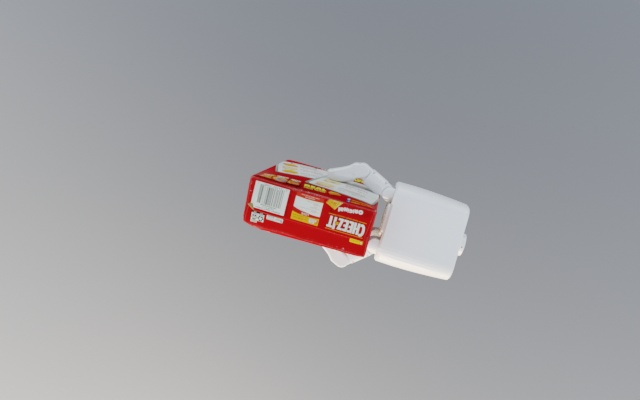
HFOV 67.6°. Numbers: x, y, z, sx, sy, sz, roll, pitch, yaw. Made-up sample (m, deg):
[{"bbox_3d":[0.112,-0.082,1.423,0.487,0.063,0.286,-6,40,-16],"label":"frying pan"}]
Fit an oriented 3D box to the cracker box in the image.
[{"bbox_3d":[0.000,0.002,0.689,0.164,0.072,0.213,15,12,6],"label":"cracker box"}]
